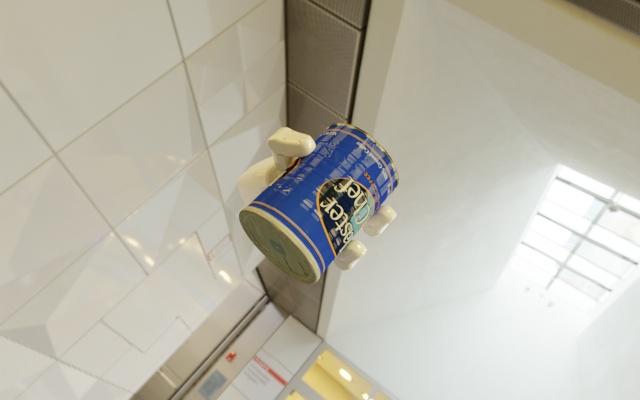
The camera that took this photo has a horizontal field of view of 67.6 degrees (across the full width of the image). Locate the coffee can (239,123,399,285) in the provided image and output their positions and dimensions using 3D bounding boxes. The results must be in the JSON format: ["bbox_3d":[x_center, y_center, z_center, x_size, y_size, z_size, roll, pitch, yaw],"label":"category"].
[{"bbox_3d":[0.000,0.002,0.499,0.140,0.103,0.103,-46,23,-24],"label":"coffee can"}]
